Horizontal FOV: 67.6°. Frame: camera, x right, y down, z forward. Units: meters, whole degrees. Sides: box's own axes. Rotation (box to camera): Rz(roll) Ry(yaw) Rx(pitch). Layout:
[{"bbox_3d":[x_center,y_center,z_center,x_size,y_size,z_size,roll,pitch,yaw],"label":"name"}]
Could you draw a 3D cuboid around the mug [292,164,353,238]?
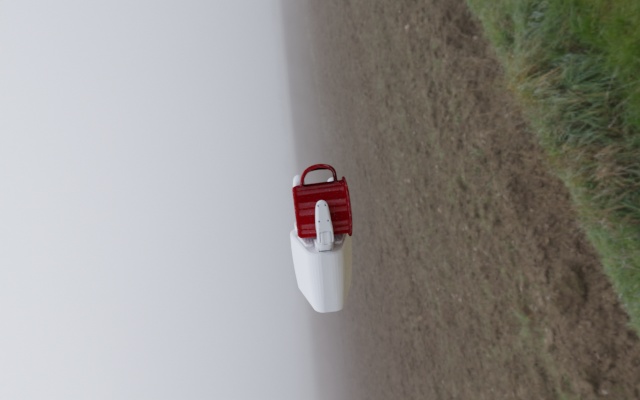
[{"bbox_3d":[0.000,0.001,0.723,0.081,0.117,0.093,-7,20,-3],"label":"mug"}]
